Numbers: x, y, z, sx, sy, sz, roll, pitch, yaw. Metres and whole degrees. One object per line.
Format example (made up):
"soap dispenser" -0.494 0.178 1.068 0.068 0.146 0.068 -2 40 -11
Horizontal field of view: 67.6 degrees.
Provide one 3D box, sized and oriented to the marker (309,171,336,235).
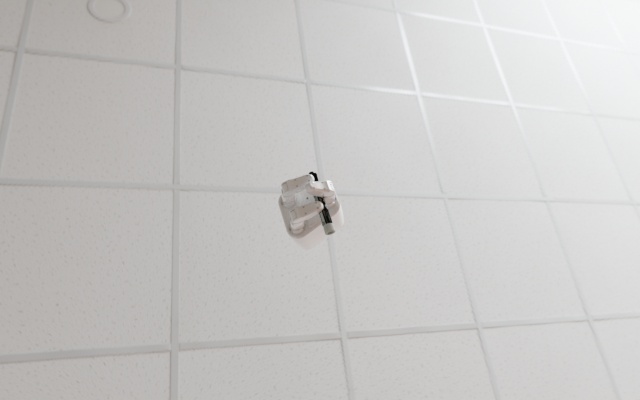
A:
"marker" 0.000 0.003 0.839 0.020 0.121 0.020 -15 -22 -7
